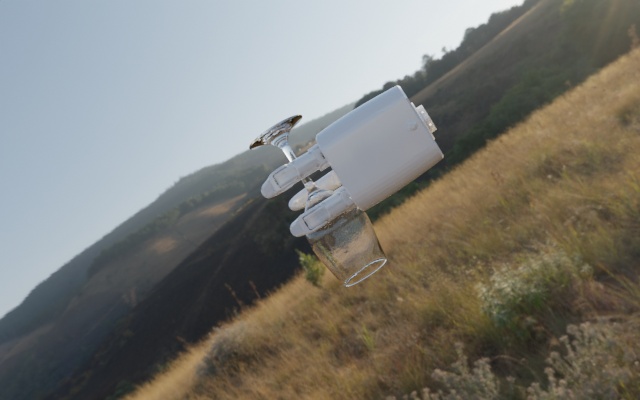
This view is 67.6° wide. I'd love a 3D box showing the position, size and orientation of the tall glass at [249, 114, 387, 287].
[{"bbox_3d":[0.000,0.001,0.567,0.079,0.201,0.079,-32,0,0],"label":"tall glass"}]
